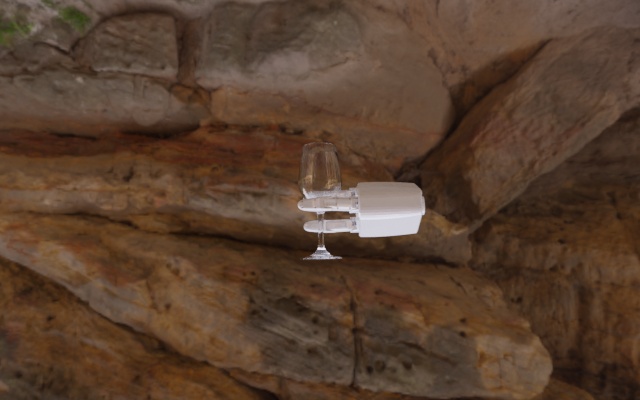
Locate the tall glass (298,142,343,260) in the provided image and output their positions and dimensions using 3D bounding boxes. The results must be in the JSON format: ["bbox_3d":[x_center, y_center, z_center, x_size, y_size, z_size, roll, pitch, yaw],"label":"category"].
[{"bbox_3d":[0.000,0.003,0.840,0.079,0.201,0.079,-1,-8,0],"label":"tall glass"}]
